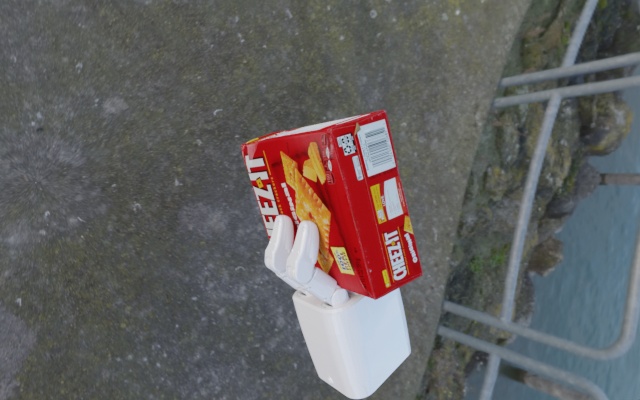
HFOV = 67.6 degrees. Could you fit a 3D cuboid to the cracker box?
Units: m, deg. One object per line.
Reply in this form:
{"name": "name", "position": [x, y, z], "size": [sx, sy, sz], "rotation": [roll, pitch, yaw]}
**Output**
{"name": "cracker box", "position": [0.000, 0.002, 0.518], "size": [0.072, 0.164, 0.213], "rotation": [-21, 12, -28]}
